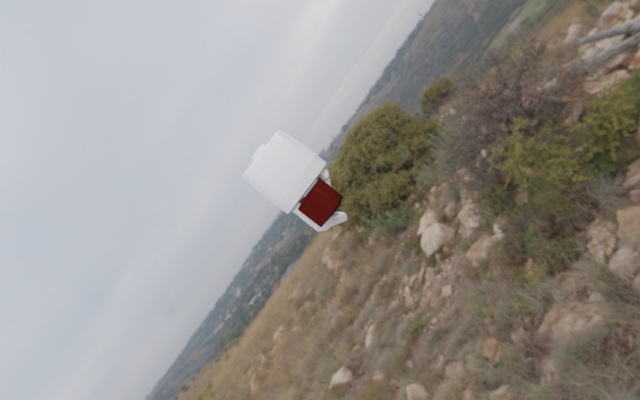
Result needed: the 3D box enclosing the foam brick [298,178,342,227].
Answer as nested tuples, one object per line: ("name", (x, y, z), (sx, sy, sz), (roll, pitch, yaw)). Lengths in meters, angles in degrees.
("foam brick", (0.000, 0.003, 0.810), (0.051, 0.053, 0.078), (38, 11, -4))
